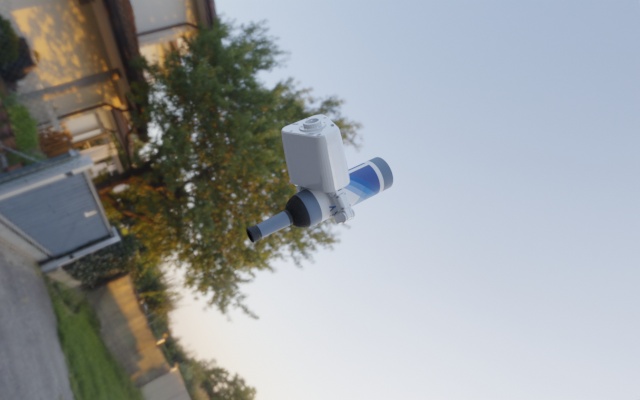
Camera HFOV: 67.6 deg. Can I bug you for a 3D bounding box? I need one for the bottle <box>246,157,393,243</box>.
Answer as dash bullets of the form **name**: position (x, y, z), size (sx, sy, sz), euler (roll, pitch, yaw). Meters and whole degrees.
- **bottle**: position (0.000, 0.003, 0.878), size (0.295, 0.069, 0.069), euler (-25, 11, -24)
